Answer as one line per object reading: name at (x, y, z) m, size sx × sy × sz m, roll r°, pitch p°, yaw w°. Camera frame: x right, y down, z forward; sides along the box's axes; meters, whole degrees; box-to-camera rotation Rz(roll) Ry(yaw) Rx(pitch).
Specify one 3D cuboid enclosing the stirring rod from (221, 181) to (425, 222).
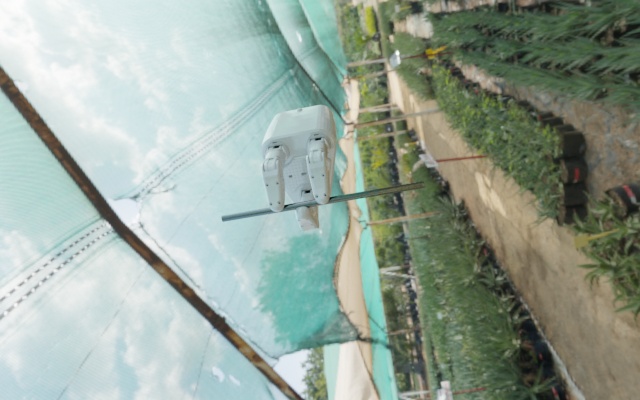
stirring rod at (0.000, 0.002, 0.558) m, size 0.239 × 0.011 × 0.011 m, roll -10°, pitch -1°, yaw 7°
